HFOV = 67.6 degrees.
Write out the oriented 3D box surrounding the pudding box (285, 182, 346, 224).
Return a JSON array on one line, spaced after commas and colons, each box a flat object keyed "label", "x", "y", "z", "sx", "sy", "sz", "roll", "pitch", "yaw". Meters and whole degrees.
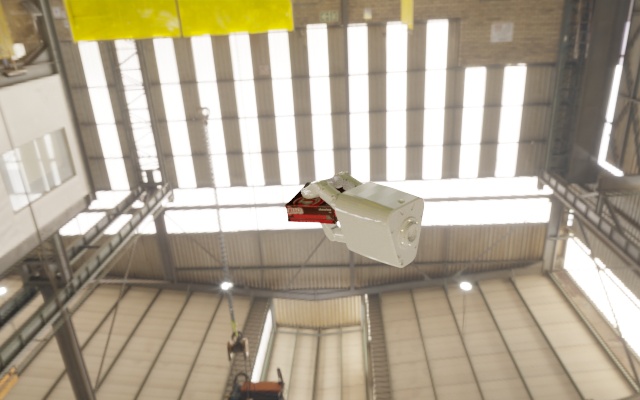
[{"label": "pudding box", "x": 0.000, "y": 0.003, "z": 0.843, "sx": 0.090, "sy": 0.039, "sz": 0.113, "roll": 2, "pitch": 21, "yaw": 19}]
